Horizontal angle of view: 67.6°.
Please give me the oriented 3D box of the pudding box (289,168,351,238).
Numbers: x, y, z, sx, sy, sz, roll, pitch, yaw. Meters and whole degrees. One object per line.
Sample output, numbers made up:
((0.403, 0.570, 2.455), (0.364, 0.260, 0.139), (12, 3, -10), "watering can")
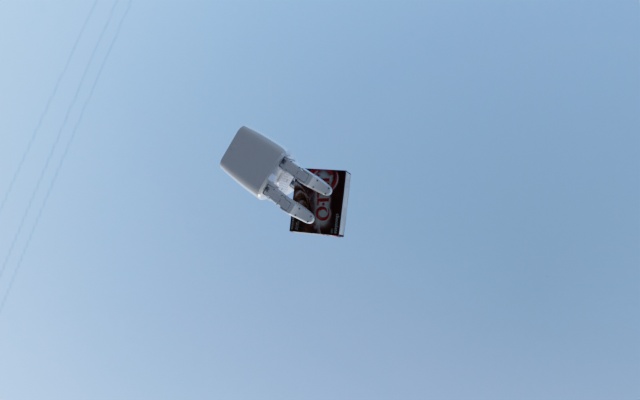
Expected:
((0.000, 0.003, 0.810), (0.090, 0.113, 0.039), (4, -4, 21), "pudding box")
